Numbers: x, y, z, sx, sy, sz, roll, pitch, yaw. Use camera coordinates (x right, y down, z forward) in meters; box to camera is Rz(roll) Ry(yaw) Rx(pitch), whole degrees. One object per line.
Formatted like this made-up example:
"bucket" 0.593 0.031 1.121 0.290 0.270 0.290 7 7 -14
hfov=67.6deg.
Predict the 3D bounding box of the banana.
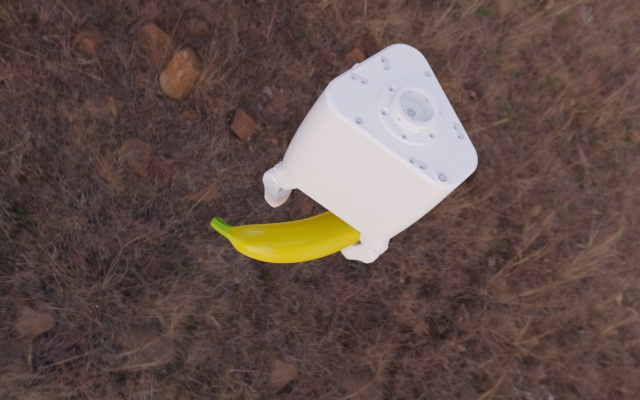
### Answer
"banana" 0.003 0.018 0.445 0.198 0.069 0.037 -13 -27 -19
